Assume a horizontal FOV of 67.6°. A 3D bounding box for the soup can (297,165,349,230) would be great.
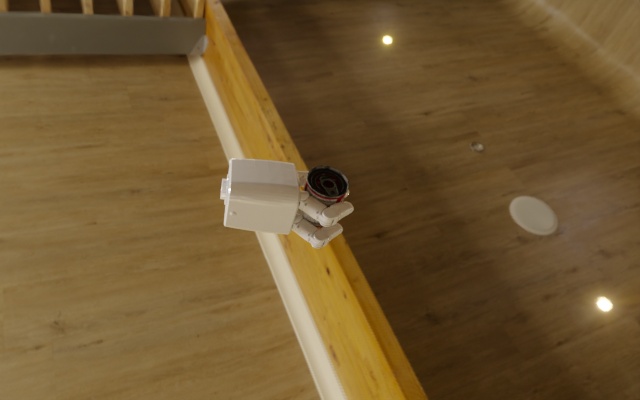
[{"bbox_3d":[0.001,0.003,0.777,0.068,0.068,0.102,0,-41,-18],"label":"soup can"}]
